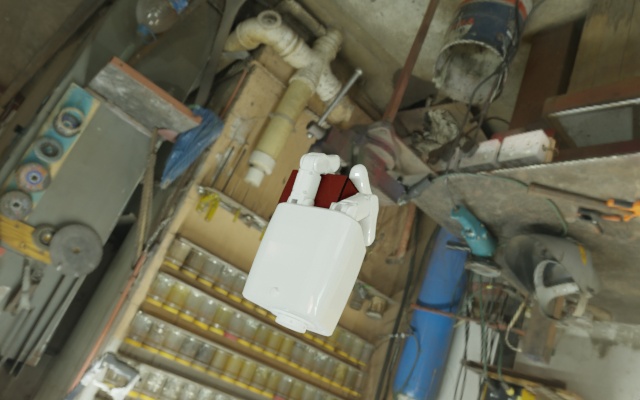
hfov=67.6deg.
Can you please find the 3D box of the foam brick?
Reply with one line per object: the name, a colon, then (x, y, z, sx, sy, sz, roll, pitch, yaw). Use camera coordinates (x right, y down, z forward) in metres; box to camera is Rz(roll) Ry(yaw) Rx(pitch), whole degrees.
foam brick: (0.000, 0.002, 0.550, 0.078, 0.051, 0.053, 9, -24, 33)
